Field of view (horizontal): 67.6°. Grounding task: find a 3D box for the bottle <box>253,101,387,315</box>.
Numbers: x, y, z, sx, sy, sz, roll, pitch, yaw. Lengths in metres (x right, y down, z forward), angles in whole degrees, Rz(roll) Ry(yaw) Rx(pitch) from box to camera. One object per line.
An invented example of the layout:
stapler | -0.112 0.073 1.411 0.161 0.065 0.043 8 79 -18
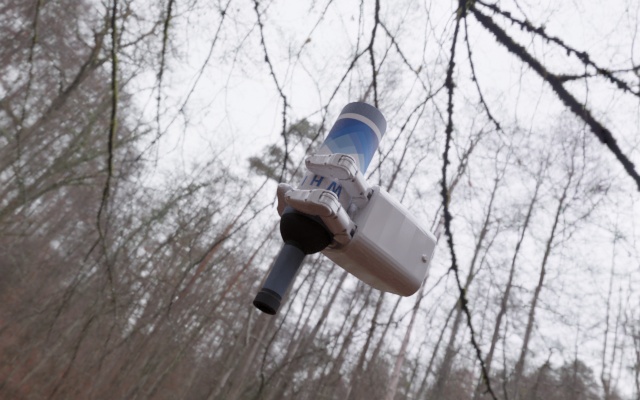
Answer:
bottle | 0.000 0.002 0.575 0.069 0.295 0.069 20 -32 13
